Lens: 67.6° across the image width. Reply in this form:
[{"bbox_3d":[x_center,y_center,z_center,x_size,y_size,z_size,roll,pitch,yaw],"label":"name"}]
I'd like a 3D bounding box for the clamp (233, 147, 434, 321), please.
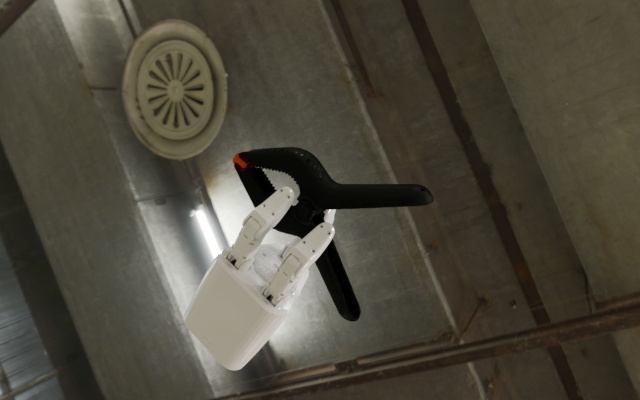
[{"bbox_3d":[0.000,0.001,0.488,0.210,0.165,0.036,42,27,14],"label":"clamp"}]
